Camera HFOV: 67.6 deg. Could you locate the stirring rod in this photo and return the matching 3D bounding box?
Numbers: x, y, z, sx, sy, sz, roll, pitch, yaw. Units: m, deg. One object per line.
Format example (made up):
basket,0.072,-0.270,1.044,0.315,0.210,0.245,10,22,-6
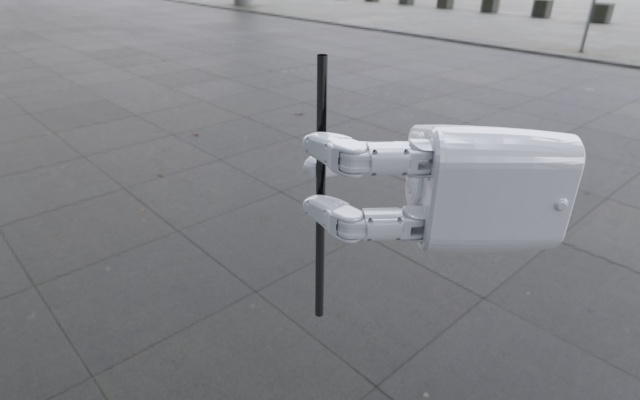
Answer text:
stirring rod,0.000,0.001,0.402,0.011,0.240,0.011,1,27,0
